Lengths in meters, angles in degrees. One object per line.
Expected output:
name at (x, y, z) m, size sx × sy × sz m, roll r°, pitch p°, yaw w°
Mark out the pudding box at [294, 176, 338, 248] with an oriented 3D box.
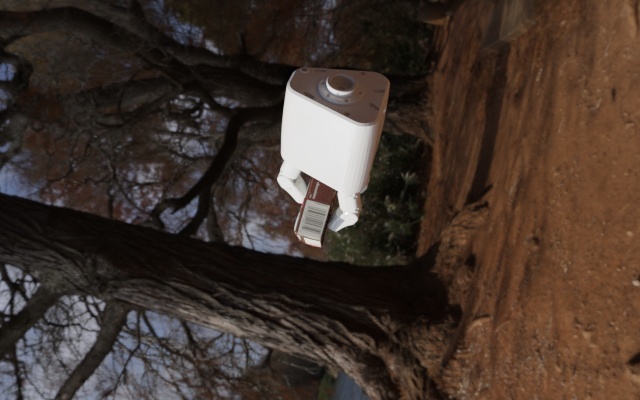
pudding box at (0.000, 0.002, 0.643) m, size 0.039 × 0.113 × 0.090 m, roll 17°, pitch -10°, yaw 5°
